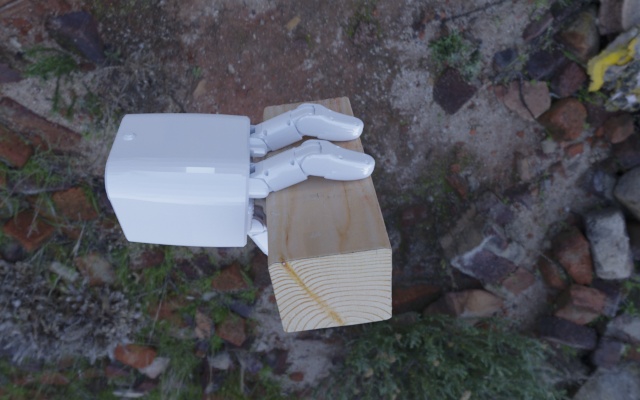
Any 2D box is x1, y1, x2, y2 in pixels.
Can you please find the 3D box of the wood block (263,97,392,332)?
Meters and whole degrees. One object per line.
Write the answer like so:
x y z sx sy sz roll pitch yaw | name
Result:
0.000 0.002 0.434 0.090 0.091 0.206 -7 43 -1 | wood block
